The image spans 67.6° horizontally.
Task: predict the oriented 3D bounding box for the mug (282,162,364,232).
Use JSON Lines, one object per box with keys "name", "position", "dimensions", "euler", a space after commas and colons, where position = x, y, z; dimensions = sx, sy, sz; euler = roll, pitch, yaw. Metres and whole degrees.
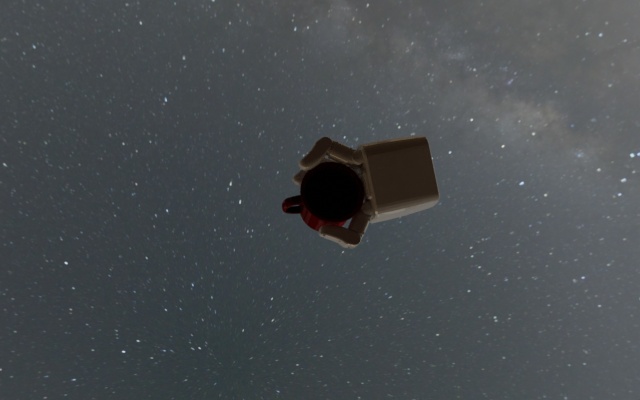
{"name": "mug", "position": [-0.001, 0.003, 0.715], "dimensions": [0.117, 0.093, 0.081], "euler": [-11, -17, -13]}
